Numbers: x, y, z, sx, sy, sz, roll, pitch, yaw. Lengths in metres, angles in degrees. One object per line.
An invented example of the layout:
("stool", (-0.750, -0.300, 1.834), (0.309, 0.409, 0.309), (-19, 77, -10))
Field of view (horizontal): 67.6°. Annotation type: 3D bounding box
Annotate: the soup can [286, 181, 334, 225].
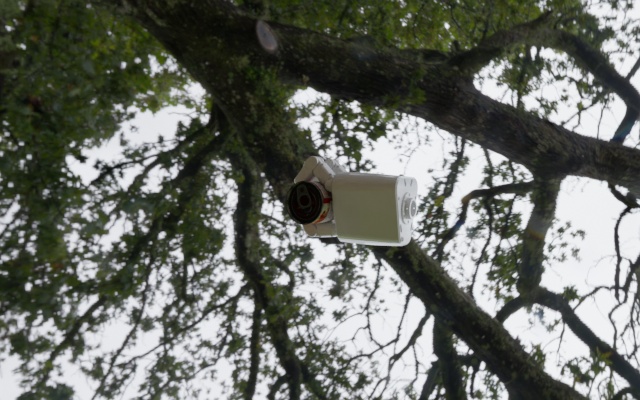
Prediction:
("soup can", (0.000, 0.003, 0.773), (0.068, 0.068, 0.102), (0, 1, 31))
